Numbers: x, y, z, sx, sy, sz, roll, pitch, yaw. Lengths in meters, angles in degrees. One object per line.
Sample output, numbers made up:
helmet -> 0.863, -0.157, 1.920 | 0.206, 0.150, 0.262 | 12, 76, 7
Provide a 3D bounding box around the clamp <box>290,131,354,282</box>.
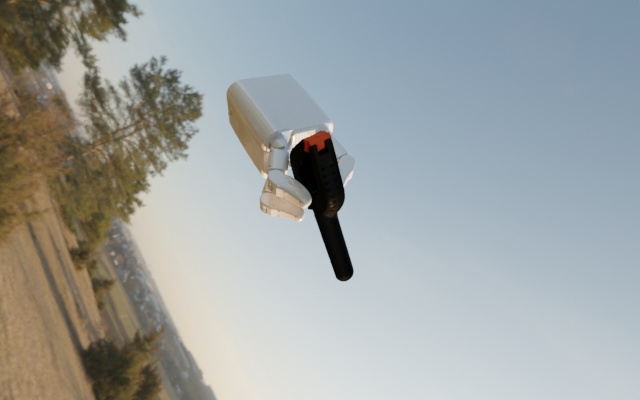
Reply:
clamp -> 0.001, 0.001, 0.589 | 0.036, 0.164, 0.210 | -27, -25, -20
